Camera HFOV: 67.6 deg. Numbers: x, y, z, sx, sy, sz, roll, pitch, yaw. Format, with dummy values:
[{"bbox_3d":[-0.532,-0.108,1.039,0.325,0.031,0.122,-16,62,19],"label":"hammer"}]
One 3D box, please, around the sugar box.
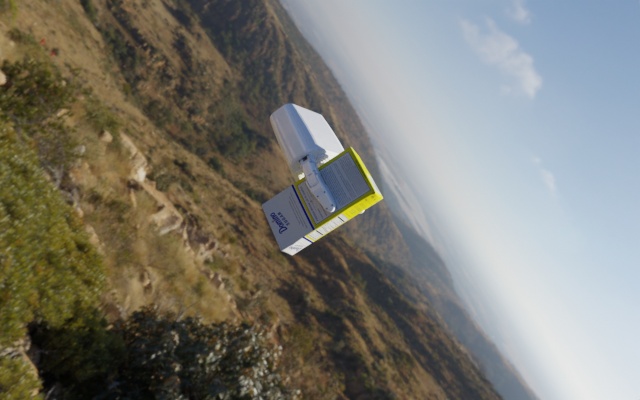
[{"bbox_3d":[0.000,0.002,0.760,0.176,0.093,0.048,-33,-29,13],"label":"sugar box"}]
